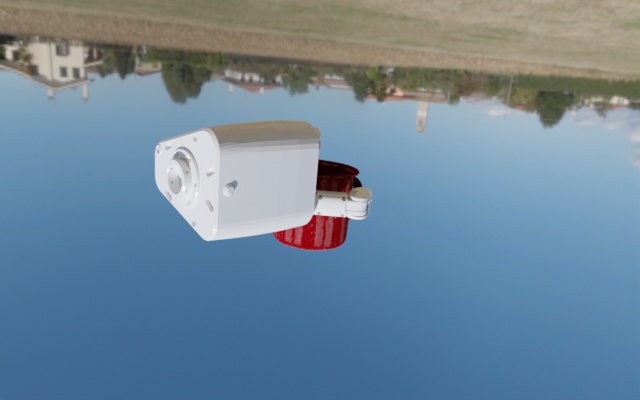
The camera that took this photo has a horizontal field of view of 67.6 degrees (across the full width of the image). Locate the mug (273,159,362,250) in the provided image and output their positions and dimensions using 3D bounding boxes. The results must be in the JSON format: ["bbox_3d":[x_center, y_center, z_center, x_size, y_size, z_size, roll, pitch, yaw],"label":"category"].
[{"bbox_3d":[0.001,0.002,0.524,0.117,0.081,0.093,-8,20,-42],"label":"mug"}]
